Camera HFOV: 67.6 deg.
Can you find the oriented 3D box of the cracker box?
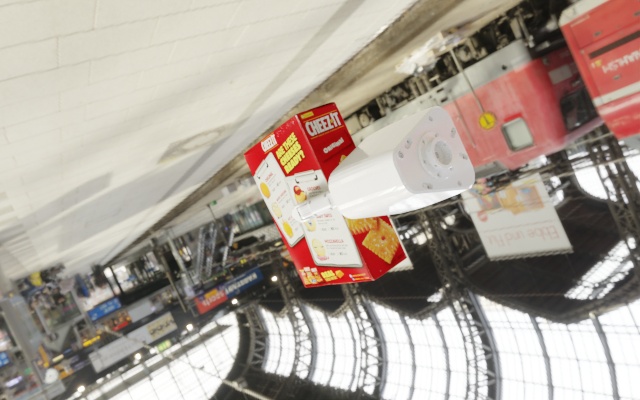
[{"bbox_3d":[0.000,0.002,0.631,0.072,0.213,0.164,-26,2,-34],"label":"cracker box"}]
